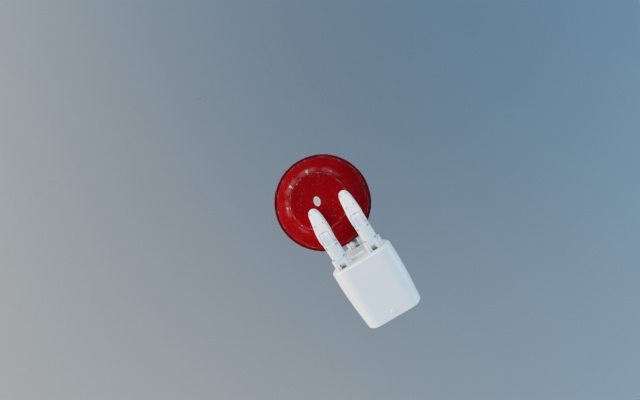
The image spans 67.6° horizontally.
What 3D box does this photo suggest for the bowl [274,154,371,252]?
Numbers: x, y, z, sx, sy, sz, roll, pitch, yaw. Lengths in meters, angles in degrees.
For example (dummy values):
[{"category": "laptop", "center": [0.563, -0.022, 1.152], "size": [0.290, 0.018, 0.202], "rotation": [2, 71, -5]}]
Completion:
[{"category": "bowl", "center": [-0.001, 0.002, 0.765], "size": [0.162, 0.162, 0.055], "rotation": [0, -2, 7]}]
